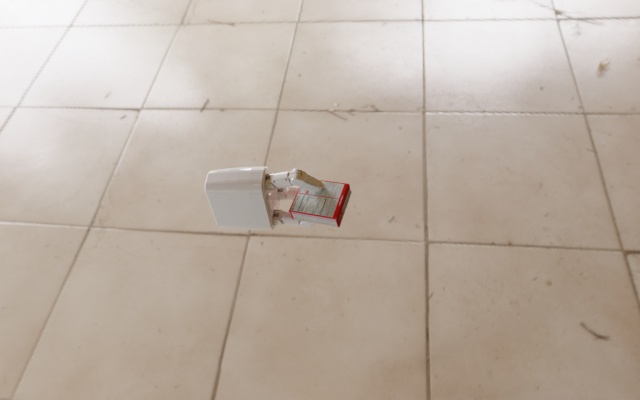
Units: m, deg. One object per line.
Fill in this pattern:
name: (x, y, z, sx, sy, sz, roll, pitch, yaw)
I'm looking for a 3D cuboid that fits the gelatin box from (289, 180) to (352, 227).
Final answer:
gelatin box: (0.000, 0.002, 0.811, 0.089, 0.073, 0.030, 8, -32, 21)
